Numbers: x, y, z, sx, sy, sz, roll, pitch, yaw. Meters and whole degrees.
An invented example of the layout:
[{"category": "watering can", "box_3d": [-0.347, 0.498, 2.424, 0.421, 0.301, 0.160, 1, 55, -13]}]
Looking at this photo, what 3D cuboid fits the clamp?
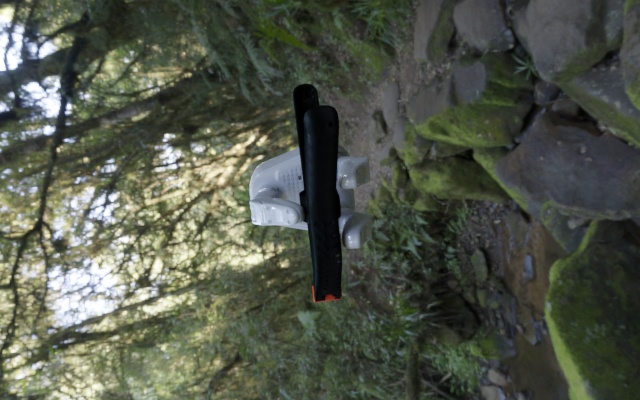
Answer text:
[{"category": "clamp", "box_3d": [-0.001, 0.002, 0.429, 0.036, 0.210, 0.164, -6, 13, -4]}]
